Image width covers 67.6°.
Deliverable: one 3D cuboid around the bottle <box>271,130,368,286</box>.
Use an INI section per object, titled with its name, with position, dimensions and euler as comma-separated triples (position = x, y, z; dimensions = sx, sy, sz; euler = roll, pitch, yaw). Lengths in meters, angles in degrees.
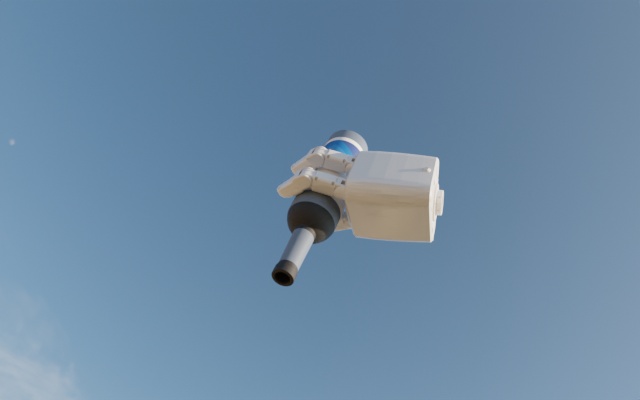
[bottle]
position = 0.000, 0.002, 0.649
dimensions = 0.069, 0.069, 0.295
euler = 0, 36, 21
